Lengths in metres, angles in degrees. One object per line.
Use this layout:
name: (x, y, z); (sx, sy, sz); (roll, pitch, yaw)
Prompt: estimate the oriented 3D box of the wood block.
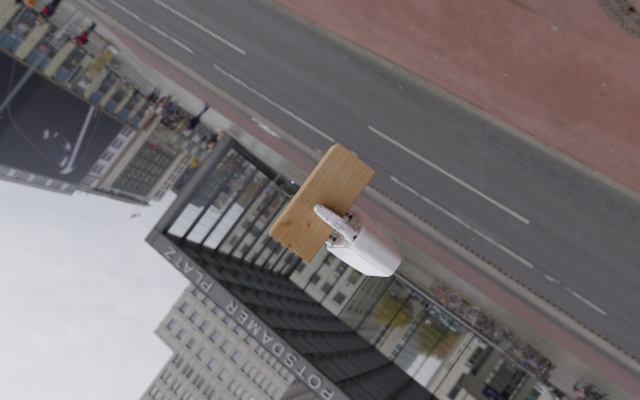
wood block: (0.000, 0.003, 0.896); (0.090, 0.206, 0.091); (37, -3, -8)
